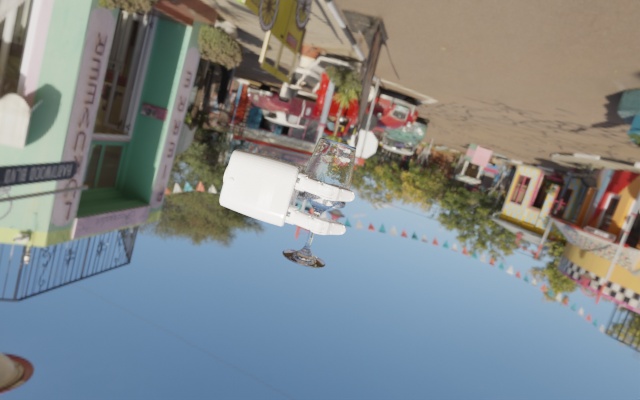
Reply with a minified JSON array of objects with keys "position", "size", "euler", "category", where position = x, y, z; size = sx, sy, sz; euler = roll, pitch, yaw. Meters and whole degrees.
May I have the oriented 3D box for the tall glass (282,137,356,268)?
[{"position":[0.000,0.003,0.774],"size":[0.079,0.201,0.079],"euler":[16,9,-3],"category":"tall glass"}]
